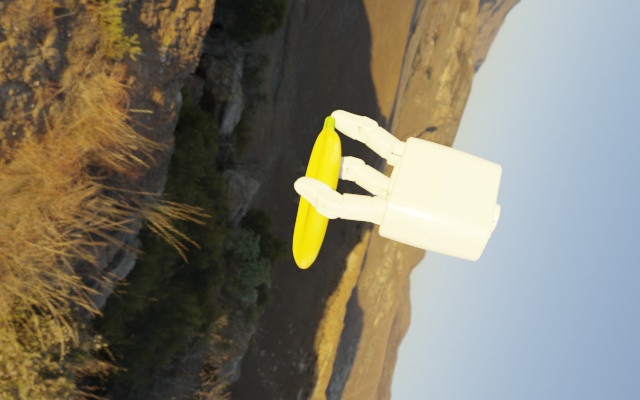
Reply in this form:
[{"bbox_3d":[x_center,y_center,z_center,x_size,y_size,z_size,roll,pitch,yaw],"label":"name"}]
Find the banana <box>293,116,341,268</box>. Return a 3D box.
[{"bbox_3d":[-0.003,0.004,0.565,0.037,0.198,0.069,16,18,8],"label":"banana"}]
